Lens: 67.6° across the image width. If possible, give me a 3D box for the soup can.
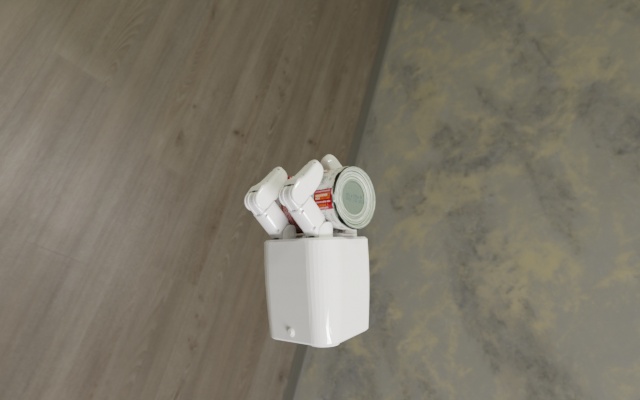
[{"bbox_3d":[0.000,0.001,0.522,0.102,0.068,0.068,-7,-5,44],"label":"soup can"}]
